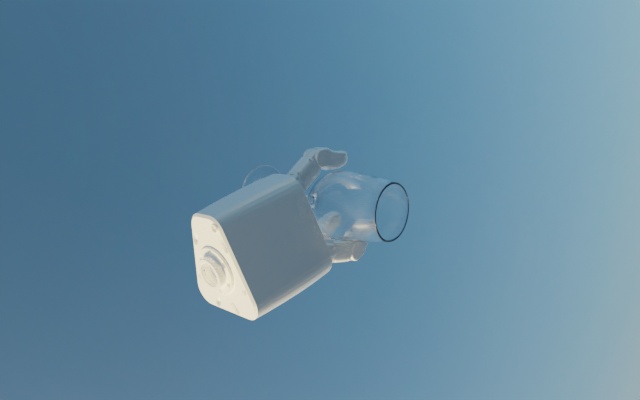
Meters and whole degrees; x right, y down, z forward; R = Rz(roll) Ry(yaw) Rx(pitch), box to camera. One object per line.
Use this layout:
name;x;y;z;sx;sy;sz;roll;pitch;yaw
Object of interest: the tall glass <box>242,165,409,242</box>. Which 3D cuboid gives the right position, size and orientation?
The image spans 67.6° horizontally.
tall glass;0.000;0.002;0.550;0.201;0.079;0.079;8;5;42
